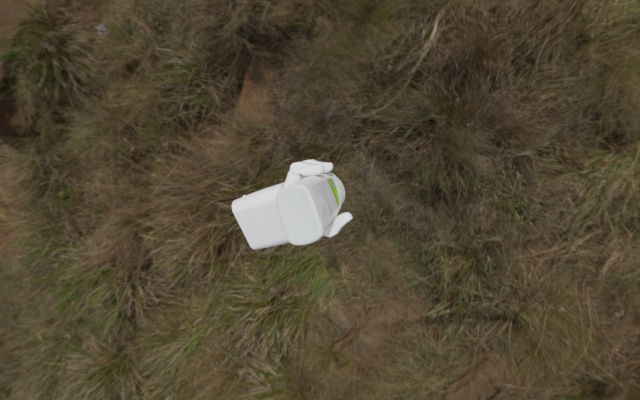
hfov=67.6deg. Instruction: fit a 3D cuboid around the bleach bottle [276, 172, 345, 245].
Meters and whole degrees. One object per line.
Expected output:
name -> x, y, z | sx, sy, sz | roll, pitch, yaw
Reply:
bleach bottle -> 0.000, 0.003, 0.874 | 0.068, 0.102, 0.251 | -17, 3, 19
